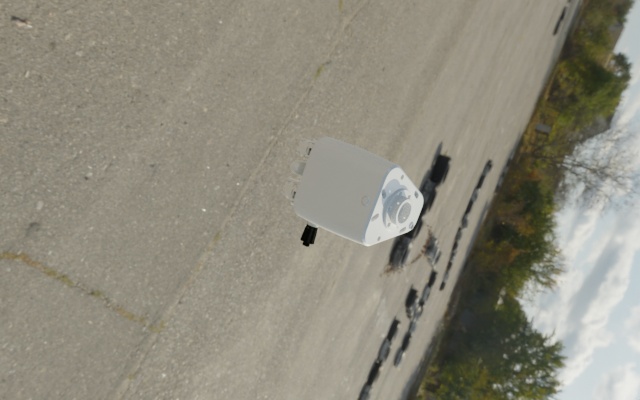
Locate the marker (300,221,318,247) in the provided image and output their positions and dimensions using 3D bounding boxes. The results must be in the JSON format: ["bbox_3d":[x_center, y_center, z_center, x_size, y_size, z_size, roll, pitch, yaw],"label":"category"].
[{"bbox_3d":[0.000,0.002,0.611,0.020,0.121,0.020,19,8,-3],"label":"marker"}]
